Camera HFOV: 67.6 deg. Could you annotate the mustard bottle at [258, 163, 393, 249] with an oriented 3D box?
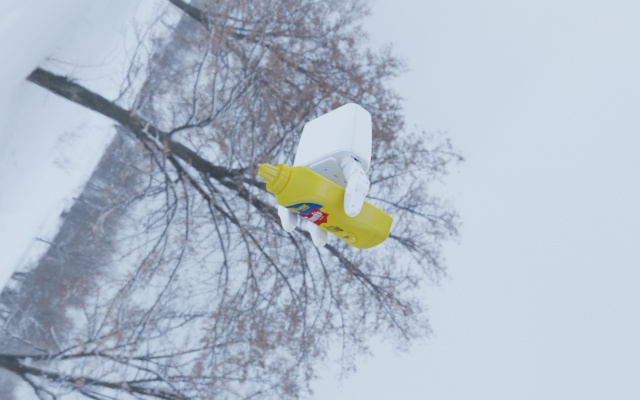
[{"bbox_3d":[0.000,0.003,0.650,0.192,0.058,0.096,30,-19,-24],"label":"mustard bottle"}]
